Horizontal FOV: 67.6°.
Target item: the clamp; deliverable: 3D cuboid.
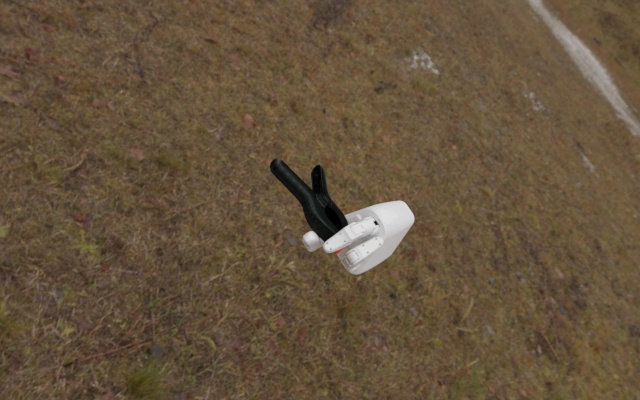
[{"bbox_3d":[0.001,0.002,0.752,0.039,0.171,0.120,-42,-17,35],"label":"clamp"}]
